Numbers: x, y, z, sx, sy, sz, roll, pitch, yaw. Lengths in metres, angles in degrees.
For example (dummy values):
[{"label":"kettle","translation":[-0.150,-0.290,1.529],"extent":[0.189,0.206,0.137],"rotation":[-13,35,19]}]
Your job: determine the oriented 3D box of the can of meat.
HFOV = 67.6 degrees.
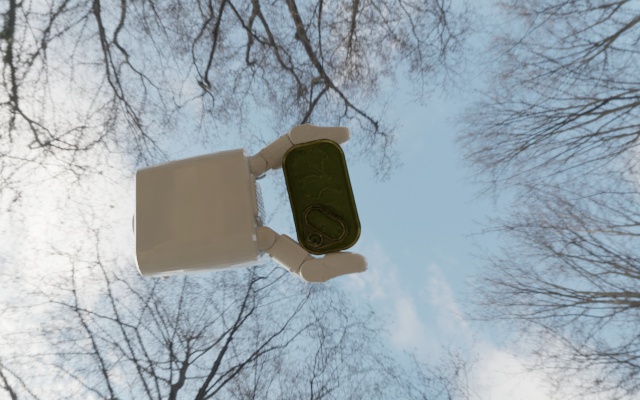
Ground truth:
[{"label":"can of meat","translation":[0.000,0.001,0.462],"extent":[0.057,0.102,0.084],"rotation":[-12,-7,-2]}]
